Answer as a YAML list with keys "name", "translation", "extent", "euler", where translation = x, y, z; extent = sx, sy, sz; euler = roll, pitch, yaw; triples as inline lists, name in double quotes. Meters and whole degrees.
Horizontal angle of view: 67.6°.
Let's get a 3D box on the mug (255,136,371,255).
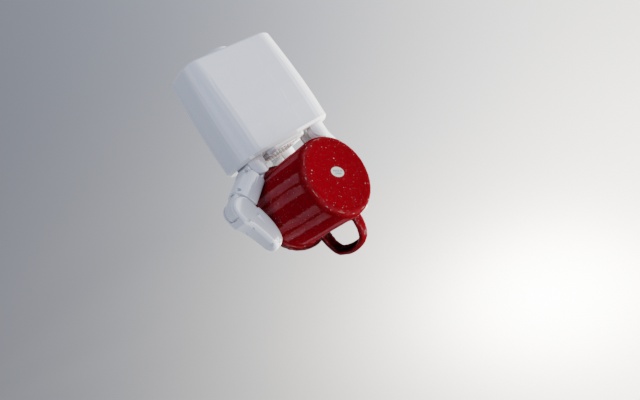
- name: "mug"
  translation: [0.001, 0.003, 0.455]
  extent: [0.081, 0.117, 0.093]
  euler: [-33, 4, 47]
